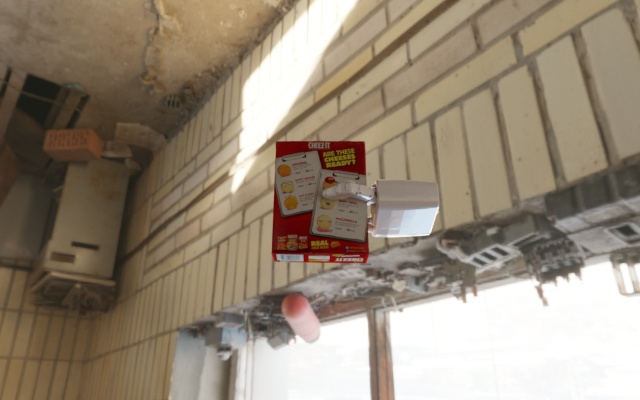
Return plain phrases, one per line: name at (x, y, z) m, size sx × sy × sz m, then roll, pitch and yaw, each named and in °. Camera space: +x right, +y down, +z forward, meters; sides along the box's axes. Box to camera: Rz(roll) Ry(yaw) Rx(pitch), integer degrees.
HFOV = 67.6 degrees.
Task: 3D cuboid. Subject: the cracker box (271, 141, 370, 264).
cracker box at (0.000, 0.003, 0.849) m, size 0.164 × 0.213 × 0.072 m, roll 0°, pitch -23°, yaw -1°
